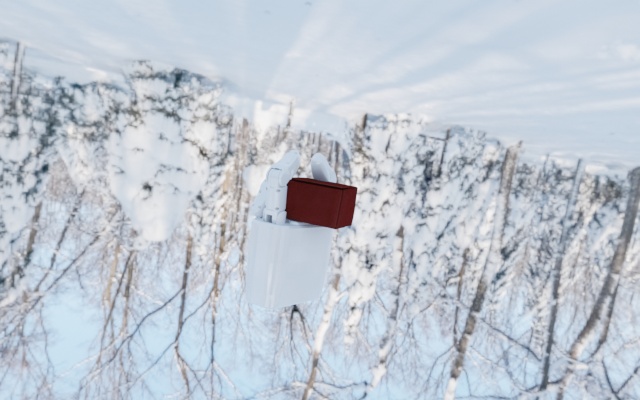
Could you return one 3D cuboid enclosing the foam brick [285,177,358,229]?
[{"bbox_3d":[0.000,0.002,0.596,0.078,0.051,0.053,11,7,25],"label":"foam brick"}]
